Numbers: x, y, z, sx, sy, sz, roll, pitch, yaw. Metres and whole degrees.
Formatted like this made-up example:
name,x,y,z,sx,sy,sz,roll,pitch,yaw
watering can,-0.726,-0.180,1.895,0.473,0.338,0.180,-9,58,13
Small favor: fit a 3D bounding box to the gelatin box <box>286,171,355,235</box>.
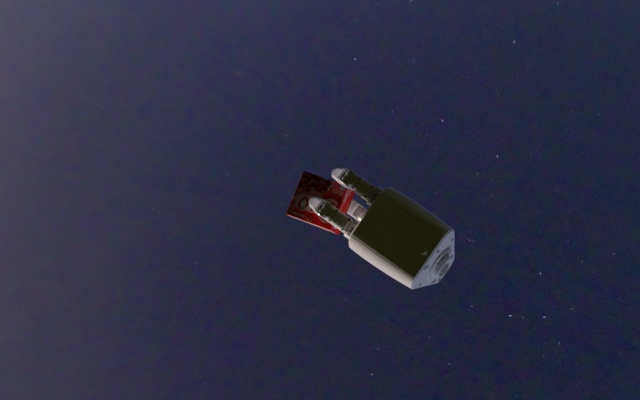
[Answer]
name,x,y,z,sx,sy,sz,roll,pitch,yaw
gelatin box,0.000,0.002,0.722,0.089,0.073,0.030,19,-5,34
